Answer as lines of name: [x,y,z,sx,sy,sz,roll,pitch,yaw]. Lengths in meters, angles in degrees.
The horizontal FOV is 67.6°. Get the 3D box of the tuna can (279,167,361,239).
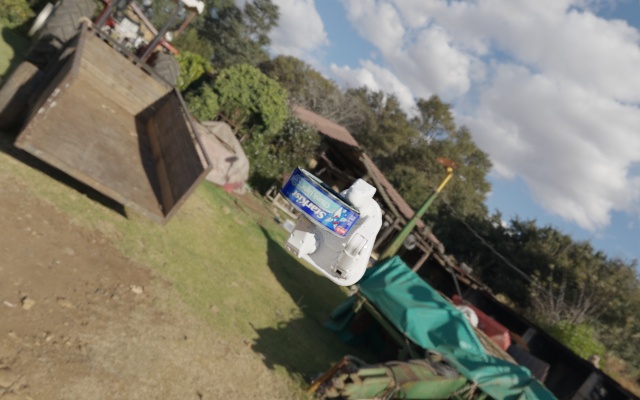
tuna can: [0.000,0.001,0.503,0.086,0.034,0.086,36,5,-4]
